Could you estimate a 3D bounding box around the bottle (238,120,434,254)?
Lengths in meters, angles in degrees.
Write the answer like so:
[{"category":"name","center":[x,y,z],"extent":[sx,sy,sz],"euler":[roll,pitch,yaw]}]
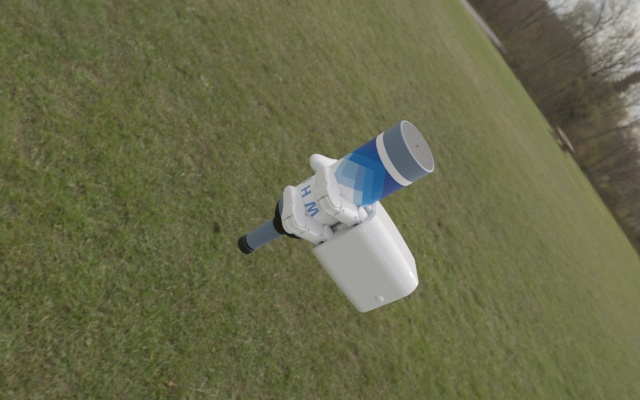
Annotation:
[{"category":"bottle","center":[0.000,0.002,0.610],"extent":[0.296,0.069,0.069],"euler":[-30,-17,31]}]
